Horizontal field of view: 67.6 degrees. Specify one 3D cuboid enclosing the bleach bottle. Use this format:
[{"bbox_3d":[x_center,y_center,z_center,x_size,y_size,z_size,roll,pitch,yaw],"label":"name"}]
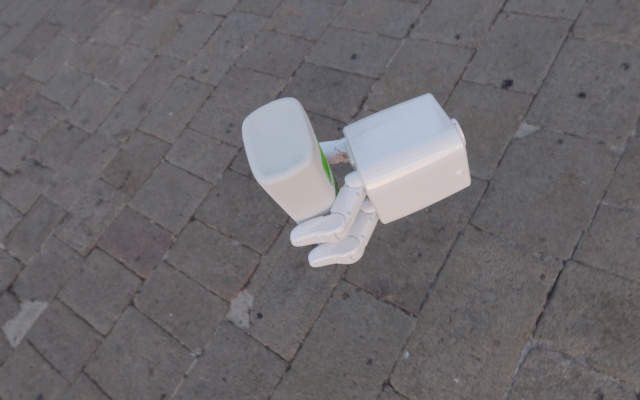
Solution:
[{"bbox_3d":[0.000,0.002,0.549,0.068,0.102,0.251,-23,-35,8],"label":"bleach bottle"}]
